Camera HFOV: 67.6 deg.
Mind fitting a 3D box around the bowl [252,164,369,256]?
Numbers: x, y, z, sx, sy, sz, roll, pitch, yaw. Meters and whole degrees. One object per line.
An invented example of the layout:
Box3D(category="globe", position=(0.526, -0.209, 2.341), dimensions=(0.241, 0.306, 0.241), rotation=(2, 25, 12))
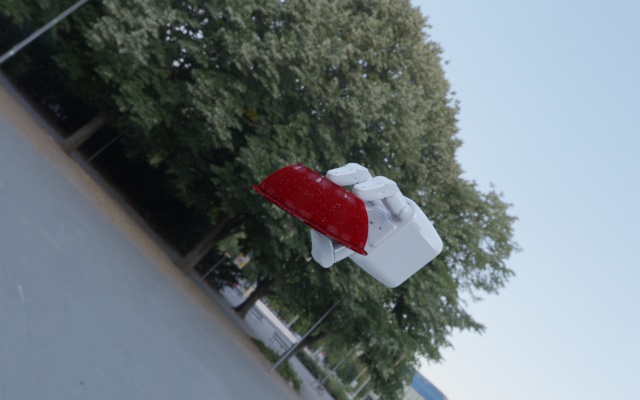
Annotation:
Box3D(category="bowl", position=(0.000, 0.001, 0.572), dimensions=(0.162, 0.055, 0.162), rotation=(31, 1, -1))
